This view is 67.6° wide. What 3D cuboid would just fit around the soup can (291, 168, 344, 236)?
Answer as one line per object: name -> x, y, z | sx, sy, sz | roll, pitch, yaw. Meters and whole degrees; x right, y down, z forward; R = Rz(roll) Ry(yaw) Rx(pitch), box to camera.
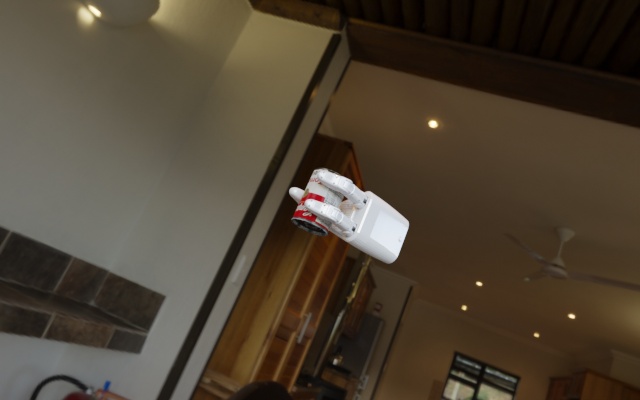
soup can -> 0.000, 0.002, 0.840 | 0.068, 0.102, 0.068 | 22, -17, 7
